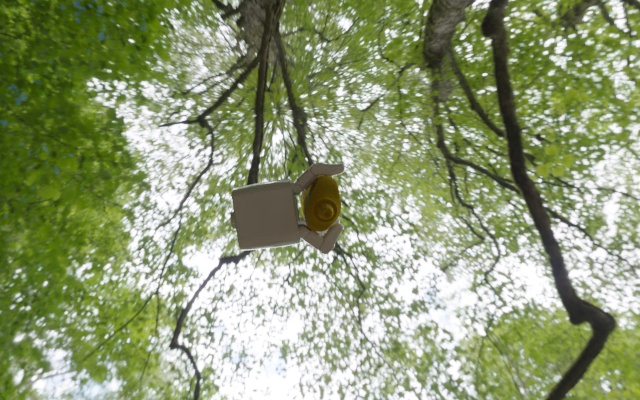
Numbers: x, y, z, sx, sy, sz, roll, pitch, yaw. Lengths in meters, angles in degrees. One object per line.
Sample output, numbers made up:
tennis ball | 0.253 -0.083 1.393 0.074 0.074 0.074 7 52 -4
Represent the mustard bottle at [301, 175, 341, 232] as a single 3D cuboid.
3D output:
mustard bottle | 0.000 0.003 0.842 0.058 0.096 0.191 16 9 -8
